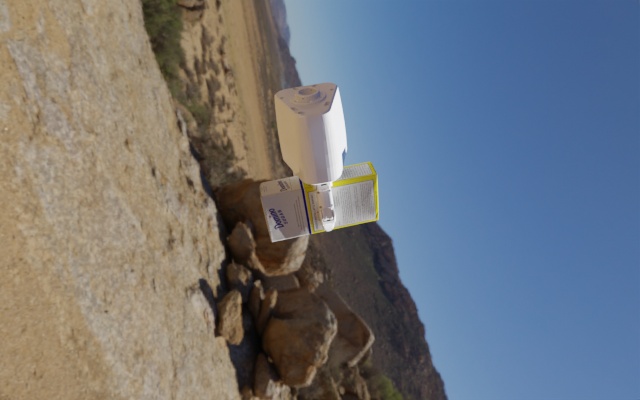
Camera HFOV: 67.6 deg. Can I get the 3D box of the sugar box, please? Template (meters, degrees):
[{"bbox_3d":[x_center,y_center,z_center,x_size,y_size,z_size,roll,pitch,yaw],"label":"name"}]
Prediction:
[{"bbox_3d":[0.000,0.002,0.741,0.176,0.093,0.048,-9,37,-2],"label":"sugar box"}]
